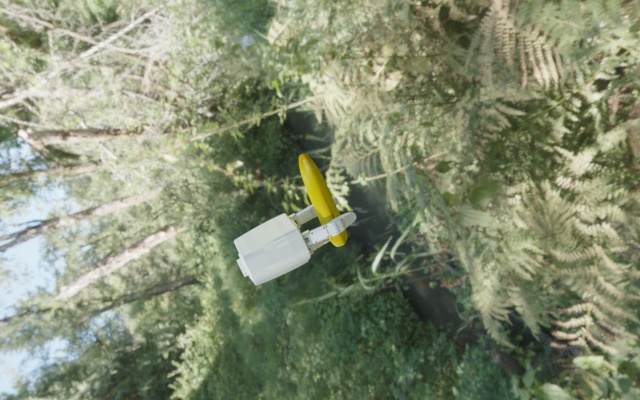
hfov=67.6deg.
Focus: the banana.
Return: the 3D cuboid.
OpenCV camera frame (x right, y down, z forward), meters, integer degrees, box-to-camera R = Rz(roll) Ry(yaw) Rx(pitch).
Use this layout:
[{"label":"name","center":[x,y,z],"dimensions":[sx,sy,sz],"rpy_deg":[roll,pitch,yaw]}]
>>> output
[{"label":"banana","center":[0.007,0.012,0.841],"dimensions":[0.037,0.198,0.069],"rpy_deg":[-27,27,-7]}]
